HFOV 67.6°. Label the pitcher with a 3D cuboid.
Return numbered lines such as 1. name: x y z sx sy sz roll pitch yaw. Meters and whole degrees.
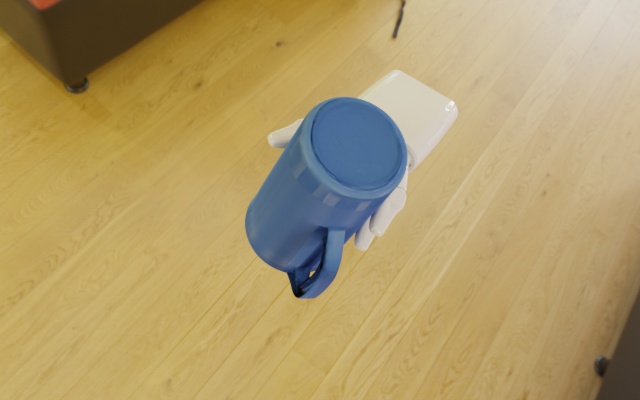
1. pitcher: 0.000 0.002 0.537 0.145 0.149 0.243 -43 -4 -28
